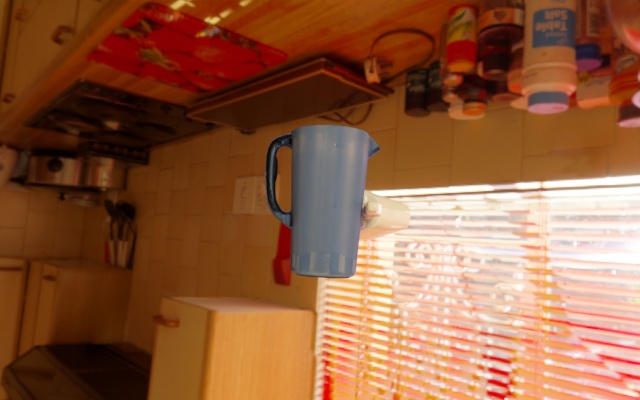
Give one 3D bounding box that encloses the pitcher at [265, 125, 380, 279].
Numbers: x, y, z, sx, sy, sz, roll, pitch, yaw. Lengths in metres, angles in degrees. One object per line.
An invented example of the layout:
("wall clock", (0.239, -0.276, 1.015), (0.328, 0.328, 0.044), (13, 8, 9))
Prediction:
("pitcher", (0.000, 0.003, 0.790), (0.149, 0.243, 0.145), (-1, -7, 41))
